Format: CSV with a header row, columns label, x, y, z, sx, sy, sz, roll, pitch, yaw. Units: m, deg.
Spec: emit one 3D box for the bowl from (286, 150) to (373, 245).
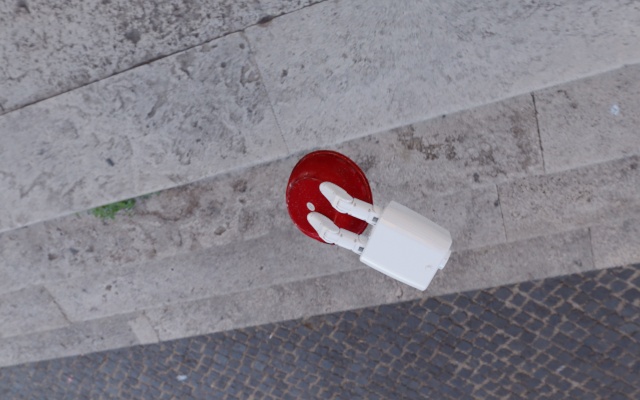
label,x,y,z,sx,sy,sz,roll,pitch,yaw
bowl,-0.001,0.002,0.765,0.162,0.162,0.055,0,14,32
